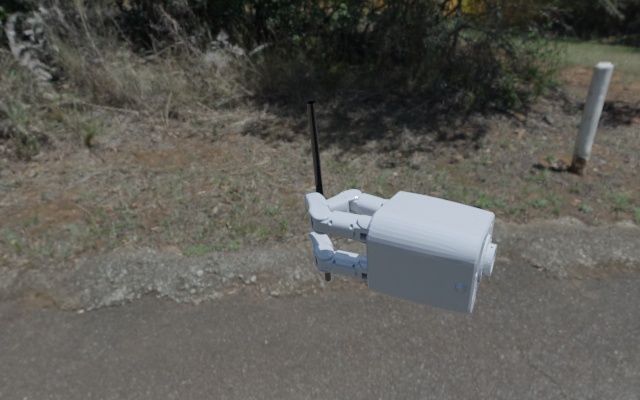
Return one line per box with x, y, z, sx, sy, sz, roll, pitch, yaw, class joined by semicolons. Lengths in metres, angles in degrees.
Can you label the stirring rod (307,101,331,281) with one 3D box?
0.000;0.002;0.540;0.011;0.240;0.011;-4;35;3;stirring rod
